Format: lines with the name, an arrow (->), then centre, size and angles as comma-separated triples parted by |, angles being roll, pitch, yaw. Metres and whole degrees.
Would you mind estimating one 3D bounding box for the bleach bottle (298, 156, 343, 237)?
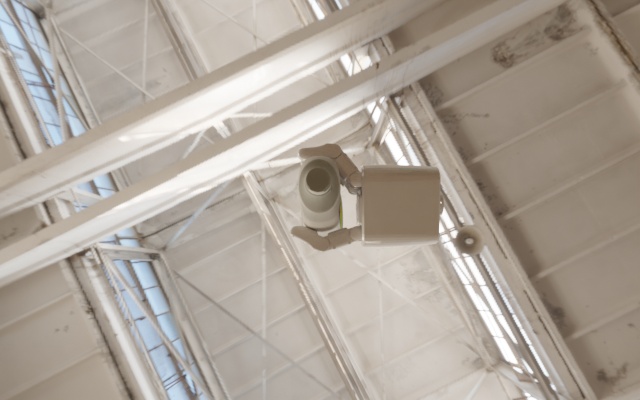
bleach bottle -> 0.000, 0.002, 0.667 | 0.068, 0.102, 0.251 | -2, -8, 1
